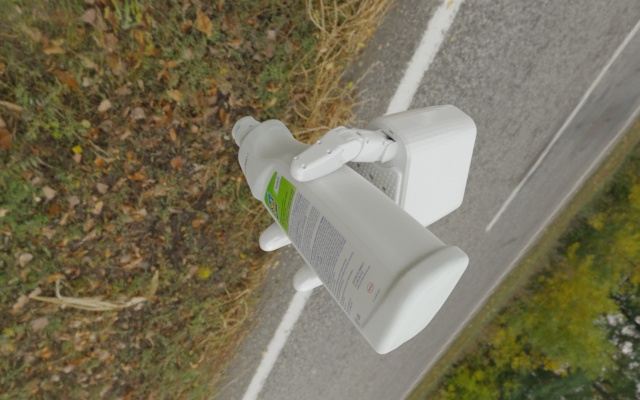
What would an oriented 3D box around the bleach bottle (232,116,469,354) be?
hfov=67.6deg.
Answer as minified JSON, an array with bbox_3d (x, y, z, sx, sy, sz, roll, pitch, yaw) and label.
[{"bbox_3d":[0.000,0.001,0.407,0.068,0.103,0.250,-19,53,-35],"label":"bleach bottle"}]
